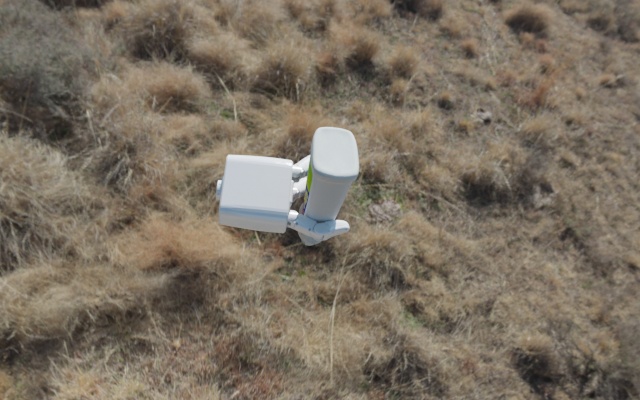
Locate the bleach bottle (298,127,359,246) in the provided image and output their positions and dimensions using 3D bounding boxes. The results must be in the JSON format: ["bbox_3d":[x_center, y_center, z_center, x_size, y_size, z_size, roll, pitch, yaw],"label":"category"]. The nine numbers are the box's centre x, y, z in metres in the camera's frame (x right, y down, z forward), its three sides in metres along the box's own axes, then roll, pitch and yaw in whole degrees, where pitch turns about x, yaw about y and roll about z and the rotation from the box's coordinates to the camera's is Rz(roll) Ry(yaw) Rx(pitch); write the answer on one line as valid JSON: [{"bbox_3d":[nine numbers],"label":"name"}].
[{"bbox_3d":[0.000,0.002,0.774,0.068,0.102,0.251,6,-38,-8],"label":"bleach bottle"}]
